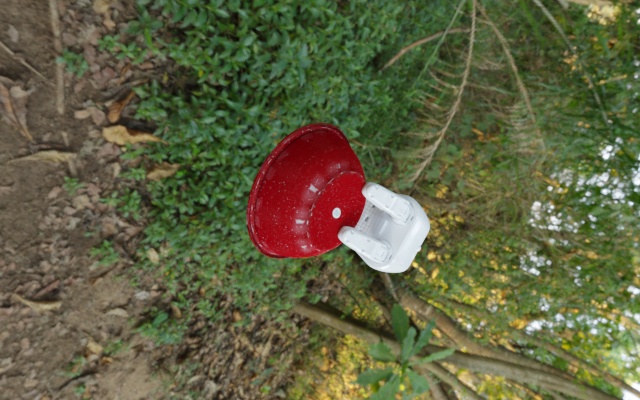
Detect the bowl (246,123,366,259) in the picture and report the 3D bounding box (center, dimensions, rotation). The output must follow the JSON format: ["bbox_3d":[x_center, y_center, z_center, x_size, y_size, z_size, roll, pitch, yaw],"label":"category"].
[{"bbox_3d":[0.000,0.002,0.513,0.055,0.162,0.162,29,18,36],"label":"bowl"}]
